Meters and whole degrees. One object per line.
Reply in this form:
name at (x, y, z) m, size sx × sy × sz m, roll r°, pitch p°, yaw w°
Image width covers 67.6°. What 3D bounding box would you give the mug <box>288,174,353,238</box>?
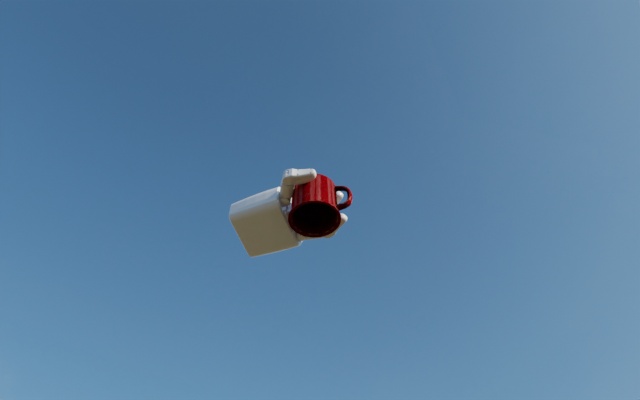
mug at (0.001, 0.002, 0.854) m, size 0.117 × 0.081 × 0.093 m, roll -17°, pitch -48°, yaw 14°
